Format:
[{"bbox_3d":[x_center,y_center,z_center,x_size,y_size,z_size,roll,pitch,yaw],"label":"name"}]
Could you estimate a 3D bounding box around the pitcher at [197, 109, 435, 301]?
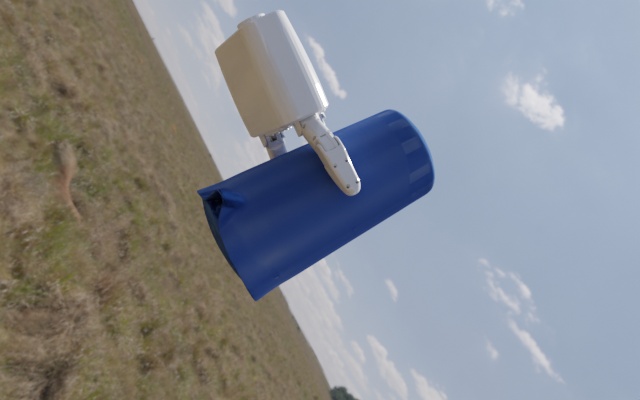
[{"bbox_3d":[0.000,0.002,0.537,0.243,0.145,0.149,-27,11,-10],"label":"pitcher"}]
